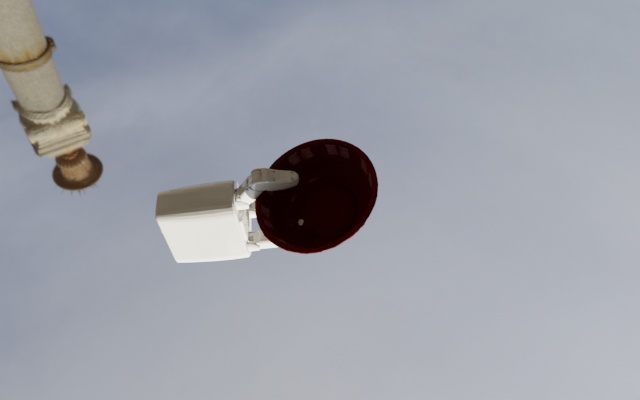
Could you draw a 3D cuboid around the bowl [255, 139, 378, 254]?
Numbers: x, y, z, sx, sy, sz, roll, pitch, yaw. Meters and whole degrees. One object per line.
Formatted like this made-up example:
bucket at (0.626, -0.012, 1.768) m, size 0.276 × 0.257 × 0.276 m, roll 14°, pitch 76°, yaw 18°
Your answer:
bowl at (0.001, 0.002, 0.612) m, size 0.162 × 0.162 × 0.055 m, roll 0°, pitch -27°, yaw 21°
